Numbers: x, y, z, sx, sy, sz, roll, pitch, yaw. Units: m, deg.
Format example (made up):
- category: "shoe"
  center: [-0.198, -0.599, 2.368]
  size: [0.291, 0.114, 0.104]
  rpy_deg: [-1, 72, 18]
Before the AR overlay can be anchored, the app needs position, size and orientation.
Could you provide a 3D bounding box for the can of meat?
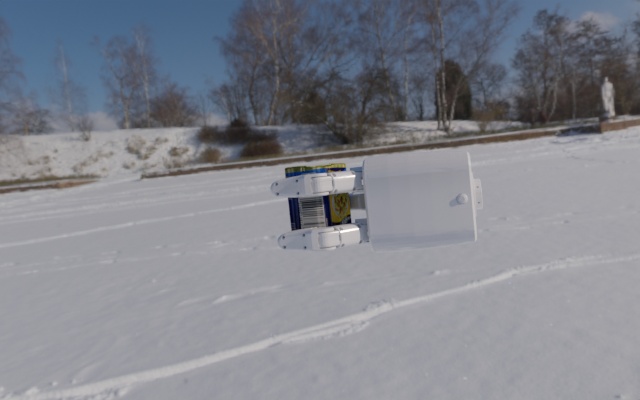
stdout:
- category: "can of meat"
  center: [0.000, 0.001, 0.540]
  size: [0.057, 0.084, 0.102]
  rpy_deg: [-5, 3, 18]
